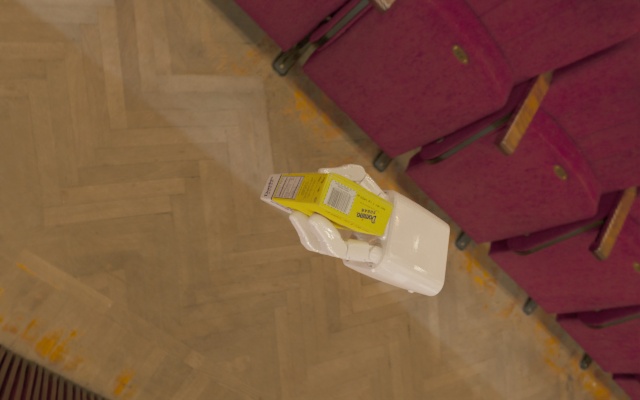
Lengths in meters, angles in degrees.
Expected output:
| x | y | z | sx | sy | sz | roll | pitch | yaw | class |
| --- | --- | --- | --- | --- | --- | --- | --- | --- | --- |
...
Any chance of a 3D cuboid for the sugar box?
| x | y | z | sx | sy | sz | roll | pitch | yaw | class |
| --- | --- | --- | --- | --- | --- | --- | --- | --- | --- |
| 0.000 | 0.003 | 0.596 | 0.093 | 0.048 | 0.176 | 27 | -13 | -25 | sugar box |
